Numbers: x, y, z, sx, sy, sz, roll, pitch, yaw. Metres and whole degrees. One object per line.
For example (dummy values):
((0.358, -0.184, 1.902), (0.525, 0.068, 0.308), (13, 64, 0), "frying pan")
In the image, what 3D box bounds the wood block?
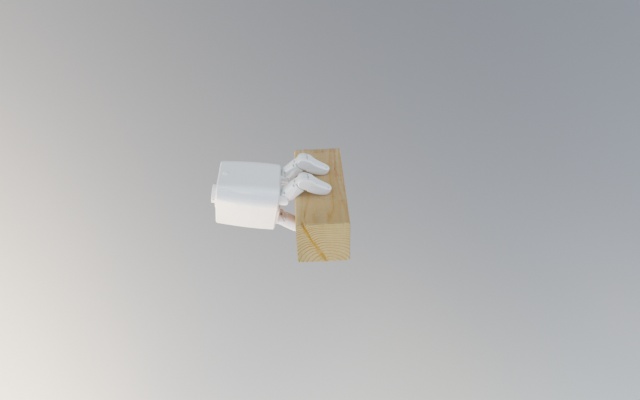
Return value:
((0.000, 0.003, 0.856), (0.090, 0.091, 0.206), (-3, 41, -1), "wood block")
